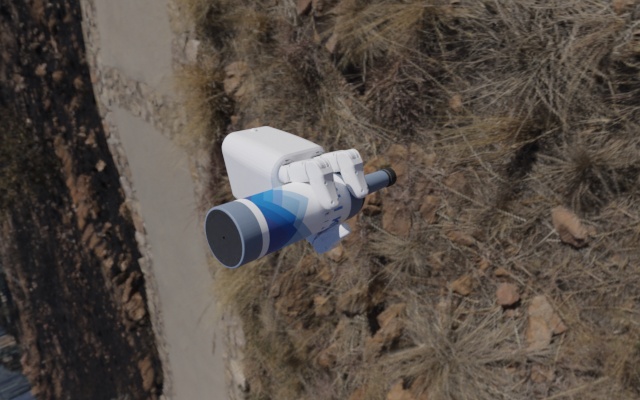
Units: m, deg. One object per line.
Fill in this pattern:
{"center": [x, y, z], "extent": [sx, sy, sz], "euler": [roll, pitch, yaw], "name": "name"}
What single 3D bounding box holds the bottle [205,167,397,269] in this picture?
{"center": [0.000, 0.002, 0.589], "extent": [0.069, 0.069, 0.295], "euler": [0, 14, 44], "name": "bottle"}
